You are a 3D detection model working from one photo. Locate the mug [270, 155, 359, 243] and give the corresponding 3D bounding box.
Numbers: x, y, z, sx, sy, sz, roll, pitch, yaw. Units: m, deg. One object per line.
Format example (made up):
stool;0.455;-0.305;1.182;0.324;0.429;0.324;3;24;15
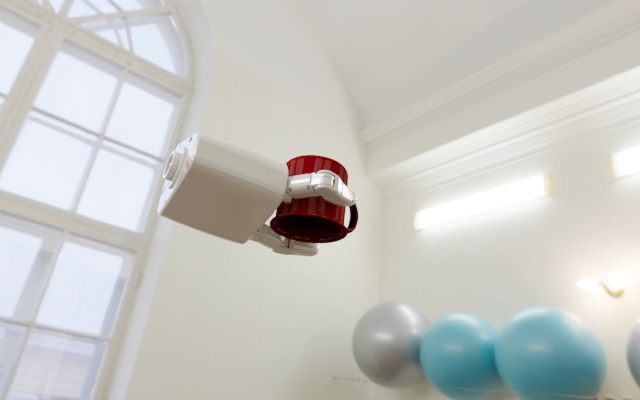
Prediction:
mug;0.001;0.002;0.583;0.117;0.081;0.093;21;-28;-29
